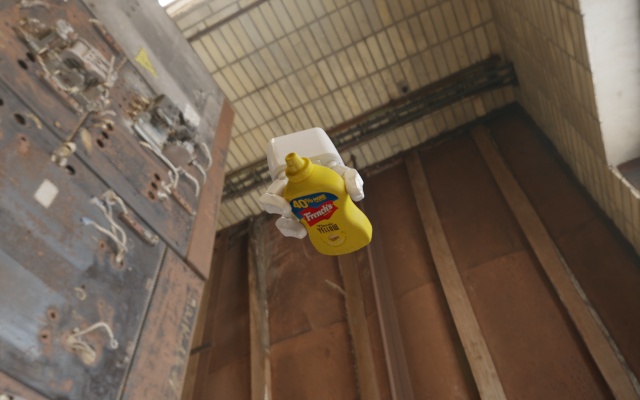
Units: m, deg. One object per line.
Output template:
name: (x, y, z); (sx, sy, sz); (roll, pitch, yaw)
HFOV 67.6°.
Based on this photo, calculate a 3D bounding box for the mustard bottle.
mustard bottle: (0.000, 0.003, 0.721); (0.096, 0.058, 0.192); (-13, -50, 25)
